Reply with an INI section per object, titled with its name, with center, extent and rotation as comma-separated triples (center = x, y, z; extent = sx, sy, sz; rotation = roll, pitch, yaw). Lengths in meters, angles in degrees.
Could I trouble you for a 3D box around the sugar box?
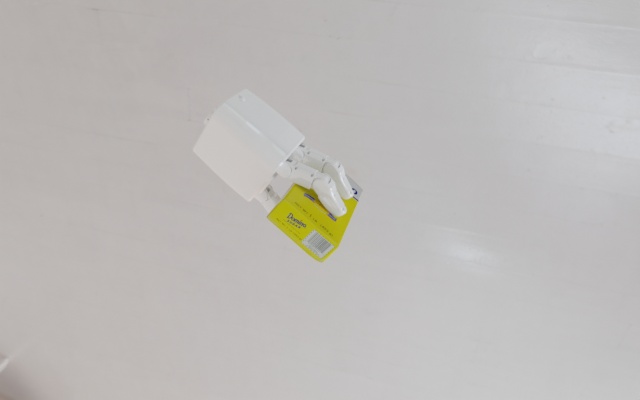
[sugar box]
center = 0.000, 0.002, 0.661
extent = 0.048, 0.093, 0.176
rotation = -44, 8, 31
